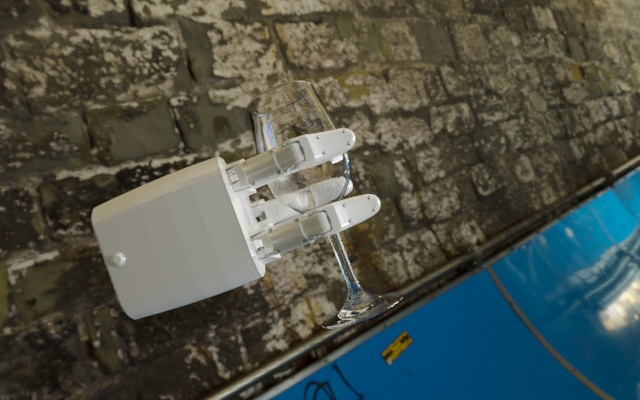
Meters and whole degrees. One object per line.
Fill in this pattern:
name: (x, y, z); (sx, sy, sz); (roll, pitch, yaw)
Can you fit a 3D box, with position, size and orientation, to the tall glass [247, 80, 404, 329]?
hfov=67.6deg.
tall glass: (0.000, 0.002, 0.412); (0.079, 0.201, 0.079); (-21, -3, -1)
